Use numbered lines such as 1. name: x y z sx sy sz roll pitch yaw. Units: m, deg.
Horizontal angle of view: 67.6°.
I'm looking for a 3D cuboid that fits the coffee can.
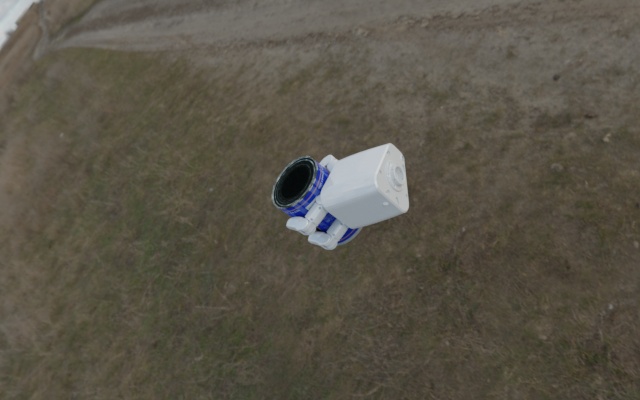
1. coffee can: 0.000 0.003 0.832 0.103 0.102 0.140 0 -29 48
